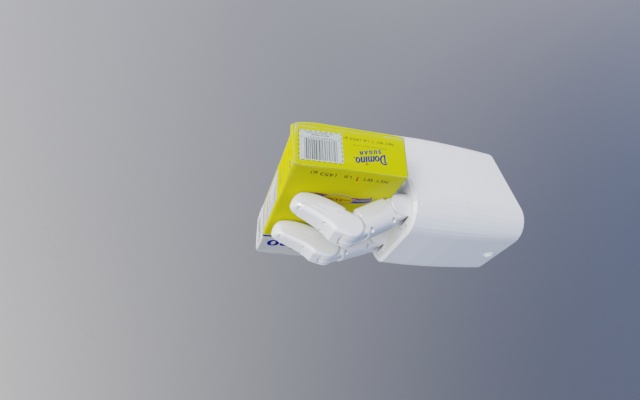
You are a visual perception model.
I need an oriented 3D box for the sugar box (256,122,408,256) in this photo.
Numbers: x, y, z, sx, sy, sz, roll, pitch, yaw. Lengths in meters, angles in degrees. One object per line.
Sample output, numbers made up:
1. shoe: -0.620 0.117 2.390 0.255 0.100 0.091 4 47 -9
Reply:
1. sugar box: 0.000 0.002 0.434 0.093 0.048 0.176 7 -31 -13
